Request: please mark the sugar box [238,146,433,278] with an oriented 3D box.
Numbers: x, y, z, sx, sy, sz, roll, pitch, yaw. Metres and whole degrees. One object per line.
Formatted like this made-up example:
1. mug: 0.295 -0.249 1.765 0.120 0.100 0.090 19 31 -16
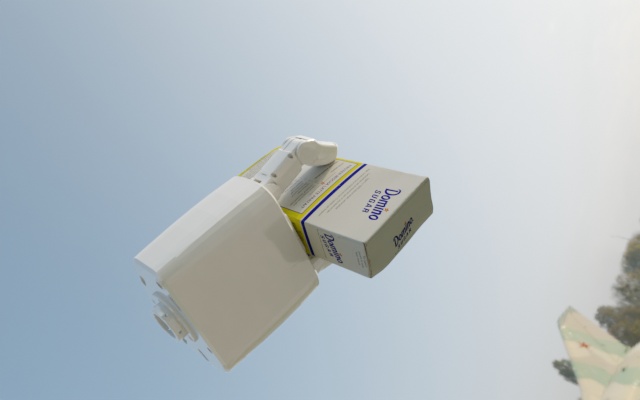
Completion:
1. sugar box: 0.000 0.002 0.428 0.176 0.048 0.093 20 48 38
